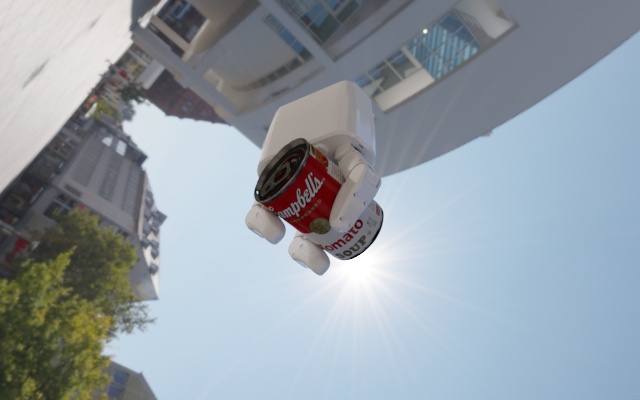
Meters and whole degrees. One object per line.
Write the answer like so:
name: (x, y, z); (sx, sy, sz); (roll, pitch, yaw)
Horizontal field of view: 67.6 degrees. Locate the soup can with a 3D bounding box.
soup can: (0.000, 0.002, 0.432); (0.102, 0.068, 0.068); (39, -20, -27)
